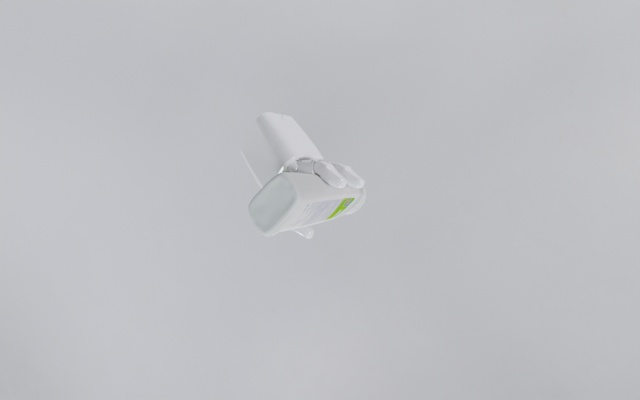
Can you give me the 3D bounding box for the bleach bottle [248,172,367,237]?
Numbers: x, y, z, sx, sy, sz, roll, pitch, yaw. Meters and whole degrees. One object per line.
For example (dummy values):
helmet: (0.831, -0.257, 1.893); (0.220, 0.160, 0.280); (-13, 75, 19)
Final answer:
bleach bottle: (0.000, 0.003, 0.801); (0.102, 0.068, 0.251); (-44, -22, 26)
